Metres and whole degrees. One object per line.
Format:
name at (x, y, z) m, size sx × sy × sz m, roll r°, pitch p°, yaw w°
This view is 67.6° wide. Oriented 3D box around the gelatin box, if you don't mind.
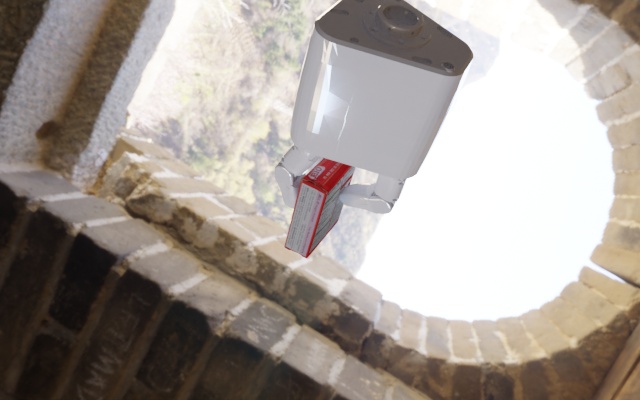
gelatin box at (0.000, 0.002, 0.471) m, size 0.030 × 0.089 × 0.073 m, roll 26°, pitch 39°, yaw 14°
